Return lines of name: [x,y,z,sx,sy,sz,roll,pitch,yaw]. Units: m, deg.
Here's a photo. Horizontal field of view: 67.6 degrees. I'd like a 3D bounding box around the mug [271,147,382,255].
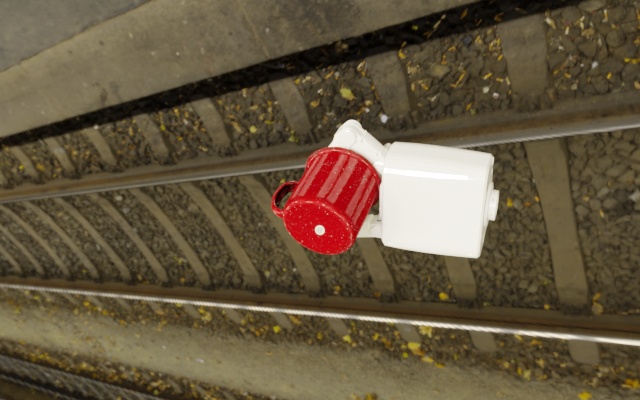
mug: [-0.001,0.002,0.519,0.117,0.093,0.081,7,44,23]
